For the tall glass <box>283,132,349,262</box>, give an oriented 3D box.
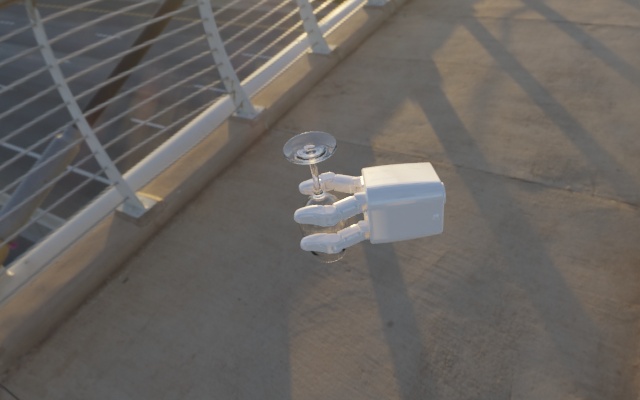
[{"bbox_3d":[0.000,0.002,0.708,0.079,0.201,0.079,-6,40,5],"label":"tall glass"}]
